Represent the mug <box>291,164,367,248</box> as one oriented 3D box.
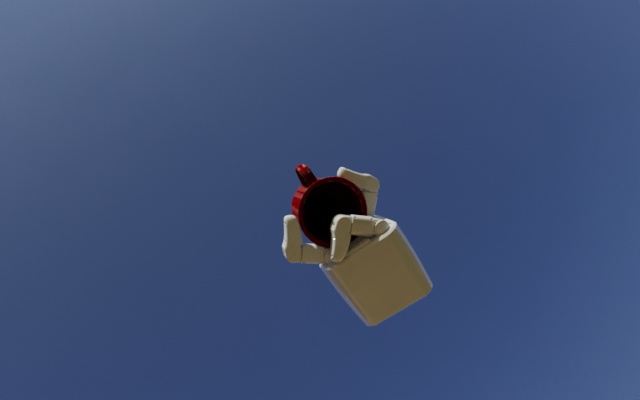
[{"bbox_3d":[-0.001,0.001,0.649,0.093,0.117,0.081,-36,13,-8],"label":"mug"}]
